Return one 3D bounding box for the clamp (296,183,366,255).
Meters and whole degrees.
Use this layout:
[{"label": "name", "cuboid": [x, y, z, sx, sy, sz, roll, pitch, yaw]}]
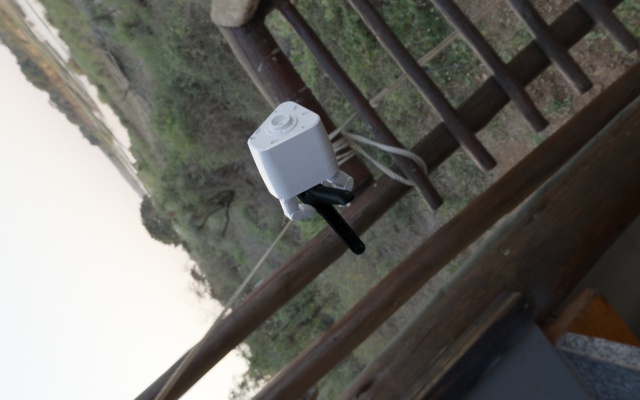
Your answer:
[{"label": "clamp", "cuboid": [-0.001, 0.003, 0.839, 0.036, 0.165, 0.210, -39, 47, -18]}]
